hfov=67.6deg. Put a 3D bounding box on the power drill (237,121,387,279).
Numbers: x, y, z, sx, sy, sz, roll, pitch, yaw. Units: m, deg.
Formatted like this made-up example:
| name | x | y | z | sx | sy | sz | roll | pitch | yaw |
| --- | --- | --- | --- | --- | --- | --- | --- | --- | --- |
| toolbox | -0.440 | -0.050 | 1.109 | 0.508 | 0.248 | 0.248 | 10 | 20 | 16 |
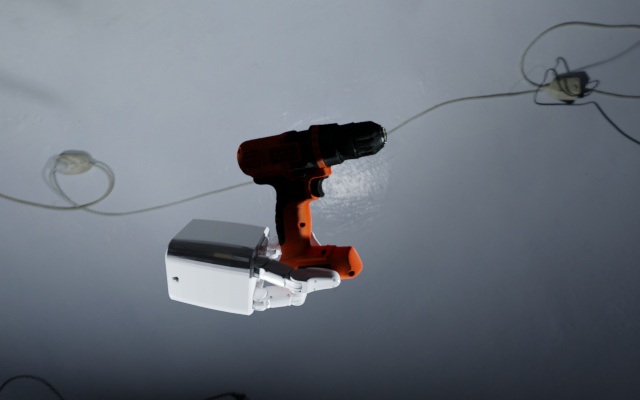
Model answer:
| name | x | y | z | sx | sy | sz | roll | pitch | yaw |
| --- | --- | --- | --- | --- | --- | --- | --- | --- | --- |
| power drill | 0.000 | 0.002 | 0.586 | 0.184 | 0.188 | 0.057 | -7 | 10 | 17 |
